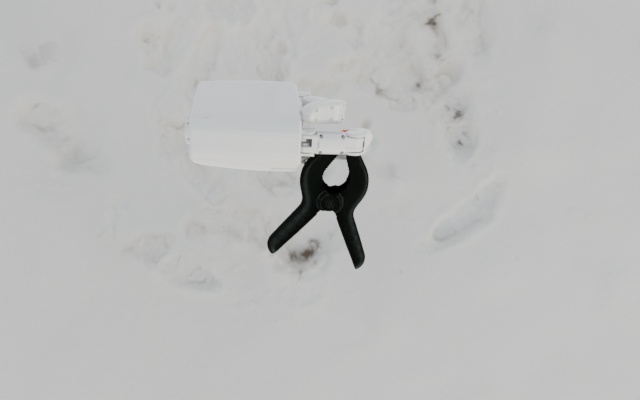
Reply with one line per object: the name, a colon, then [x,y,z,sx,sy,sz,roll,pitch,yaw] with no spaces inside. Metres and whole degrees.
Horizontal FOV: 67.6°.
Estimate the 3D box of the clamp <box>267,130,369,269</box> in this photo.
clamp: [0.000,0.002,0.558,0.120,0.171,0.039,1,20,-9]
